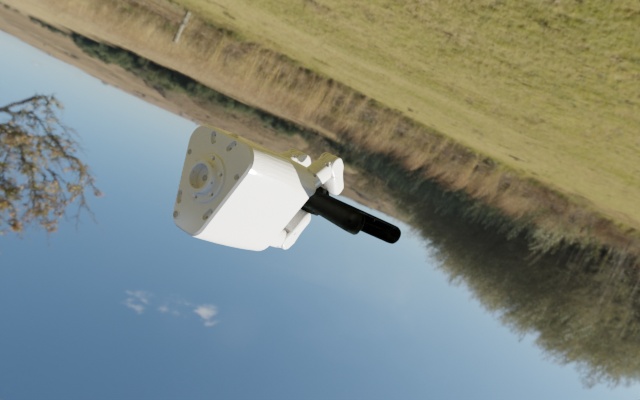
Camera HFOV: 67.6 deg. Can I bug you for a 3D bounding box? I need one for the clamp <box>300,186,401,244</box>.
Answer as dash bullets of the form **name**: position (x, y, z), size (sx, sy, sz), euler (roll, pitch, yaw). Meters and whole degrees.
- **clamp**: position (-0.001, 0.002, 0.608), size (0.210, 0.036, 0.164), euler (26, 2, 32)
